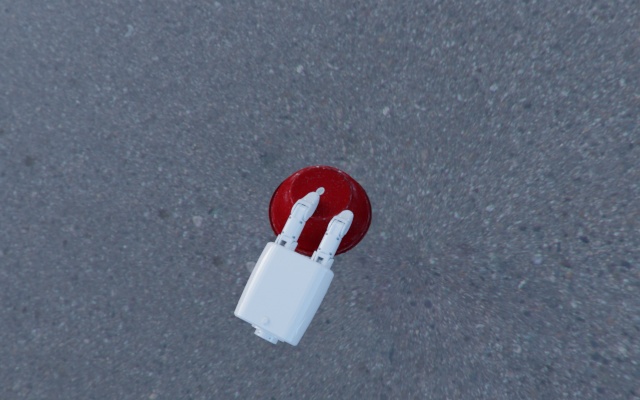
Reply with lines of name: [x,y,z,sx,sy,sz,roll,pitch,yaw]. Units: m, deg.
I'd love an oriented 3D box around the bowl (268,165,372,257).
bowl: [0.000,0.001,0.722,0.162,0.162,0.055,0,-32,-1]
